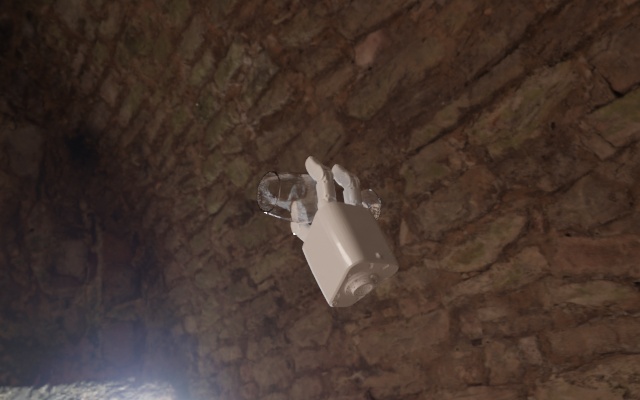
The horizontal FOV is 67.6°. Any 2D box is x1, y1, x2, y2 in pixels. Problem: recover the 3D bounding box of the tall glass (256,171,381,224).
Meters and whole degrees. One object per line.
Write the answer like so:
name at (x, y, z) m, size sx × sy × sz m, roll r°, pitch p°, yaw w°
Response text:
tall glass at (0.001, 0.003, 0.754) m, size 0.201 × 0.079 × 0.079 m, roll 11°, pitch -7°, yaw -38°
